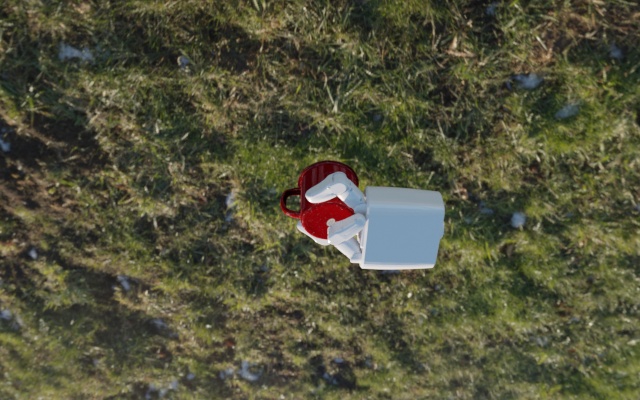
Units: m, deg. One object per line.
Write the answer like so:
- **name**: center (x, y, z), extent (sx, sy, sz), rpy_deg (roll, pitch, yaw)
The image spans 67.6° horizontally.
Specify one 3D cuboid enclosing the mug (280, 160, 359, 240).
- **mug**: center (-0.001, 0.002, 0.694), extent (0.117, 0.093, 0.081), rpy_deg (1, 43, -1)
